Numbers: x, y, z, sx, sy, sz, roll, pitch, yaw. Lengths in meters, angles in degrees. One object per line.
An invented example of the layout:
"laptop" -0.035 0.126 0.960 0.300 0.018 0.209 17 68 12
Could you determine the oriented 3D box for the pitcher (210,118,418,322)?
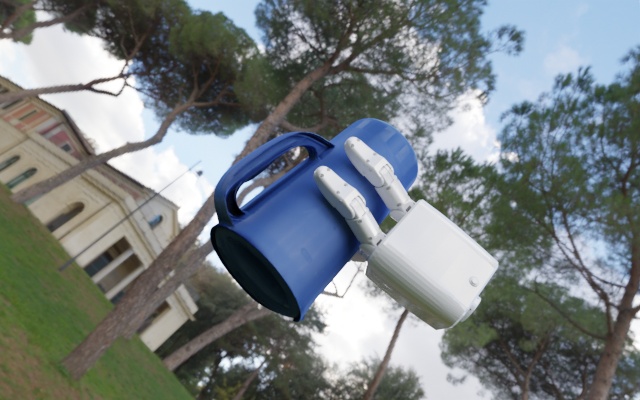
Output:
"pitcher" 0.000 0.002 0.543 0.242 0.145 0.149 -43 -16 -28
